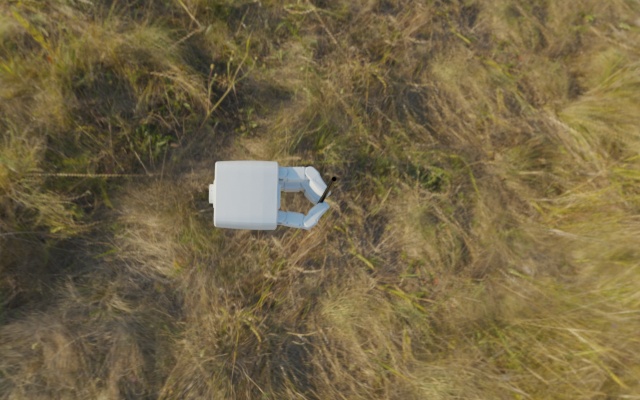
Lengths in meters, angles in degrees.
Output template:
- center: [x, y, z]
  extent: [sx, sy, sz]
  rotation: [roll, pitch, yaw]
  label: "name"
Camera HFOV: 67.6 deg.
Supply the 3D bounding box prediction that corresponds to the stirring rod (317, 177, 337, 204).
- center: [0.000, 0.003, 0.845]
  extent: [0.011, 0.011, 0.240]
  rotation: [0, -17, -10]
  label: "stirring rod"
